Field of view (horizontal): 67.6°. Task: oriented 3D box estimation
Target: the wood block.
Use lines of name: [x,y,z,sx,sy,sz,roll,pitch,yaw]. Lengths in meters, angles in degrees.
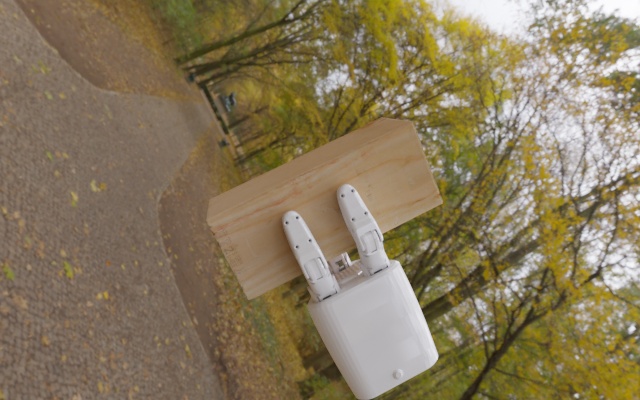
wood block: [0.000,0.002,0.479,0.206,0.090,0.091,-26,15,-5]
